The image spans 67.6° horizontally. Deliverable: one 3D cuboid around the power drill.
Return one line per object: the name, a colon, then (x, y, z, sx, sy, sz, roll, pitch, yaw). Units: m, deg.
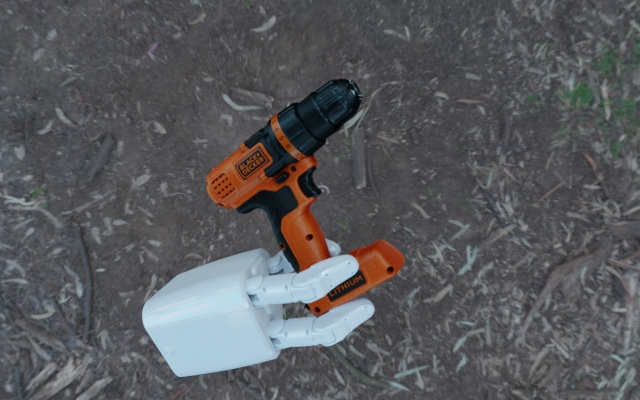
power drill: (0.000, 0.002, 0.464, 0.184, 0.187, 0.057, -34, -2, 23)
